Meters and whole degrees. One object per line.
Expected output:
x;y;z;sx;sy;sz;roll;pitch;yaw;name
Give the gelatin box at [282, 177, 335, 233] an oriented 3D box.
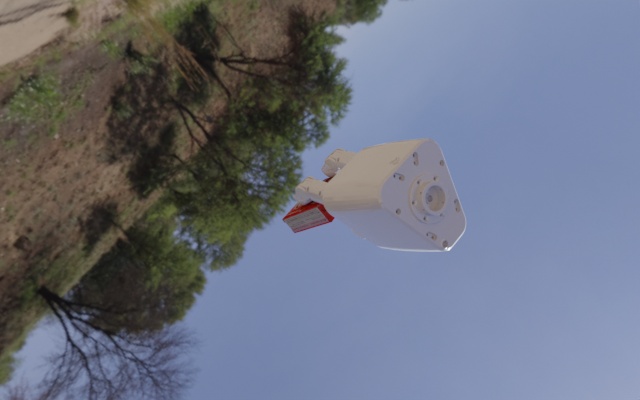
0.000;0.002;0.623;0.089;0.030;0.073;-22;23;53;gelatin box
